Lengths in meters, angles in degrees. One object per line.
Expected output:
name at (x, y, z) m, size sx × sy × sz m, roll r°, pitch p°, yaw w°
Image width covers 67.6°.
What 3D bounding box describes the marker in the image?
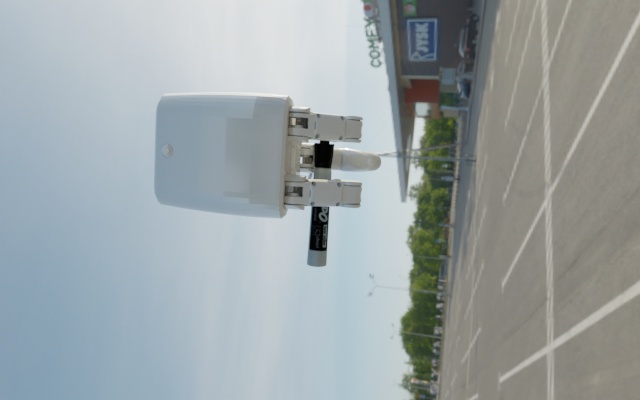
marker at (0.000, 0.001, 0.450) m, size 0.020 × 0.121 × 0.020 m, roll 4°, pitch 5°, yaw 0°
